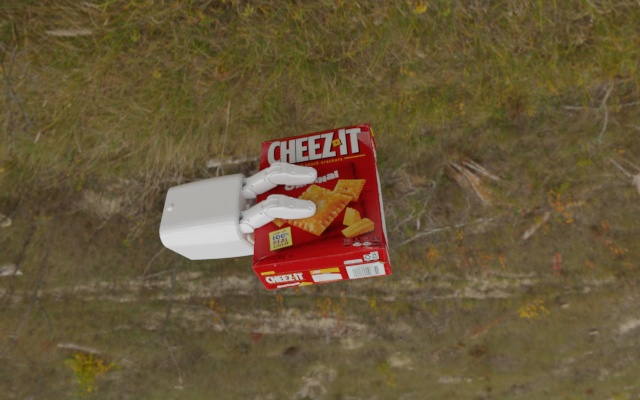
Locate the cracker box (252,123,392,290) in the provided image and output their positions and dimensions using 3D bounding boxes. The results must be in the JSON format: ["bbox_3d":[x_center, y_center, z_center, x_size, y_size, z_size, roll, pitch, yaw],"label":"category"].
[{"bbox_3d":[0.000,0.002,0.641,0.164,0.213,0.072,-9,-38,9],"label":"cracker box"}]
